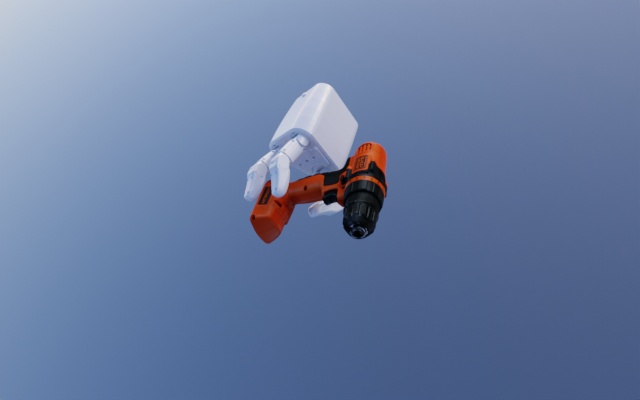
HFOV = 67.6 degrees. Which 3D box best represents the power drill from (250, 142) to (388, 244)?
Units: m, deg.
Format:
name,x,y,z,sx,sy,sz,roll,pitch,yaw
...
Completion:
name,x,y,z,sx,sy,sz,roll,pitch,yaw
power drill,0.000,0.002,0.651,0.187,0.057,0.184,-15,30,23
